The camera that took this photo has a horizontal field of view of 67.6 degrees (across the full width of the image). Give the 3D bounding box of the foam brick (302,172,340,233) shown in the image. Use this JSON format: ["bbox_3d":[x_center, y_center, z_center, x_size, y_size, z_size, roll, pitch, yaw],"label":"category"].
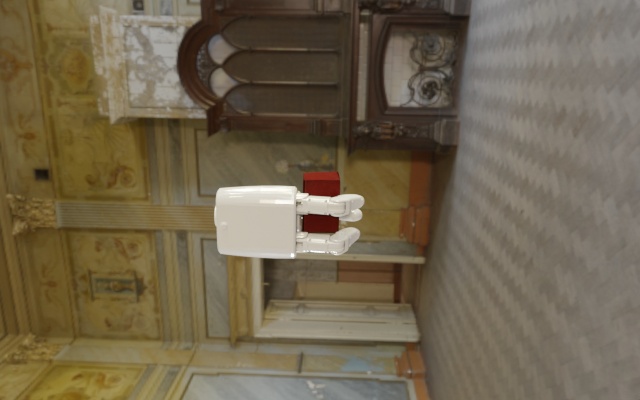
[{"bbox_3d":[0.000,0.002,0.669,0.051,0.078,0.053,1,14,-2],"label":"foam brick"}]
